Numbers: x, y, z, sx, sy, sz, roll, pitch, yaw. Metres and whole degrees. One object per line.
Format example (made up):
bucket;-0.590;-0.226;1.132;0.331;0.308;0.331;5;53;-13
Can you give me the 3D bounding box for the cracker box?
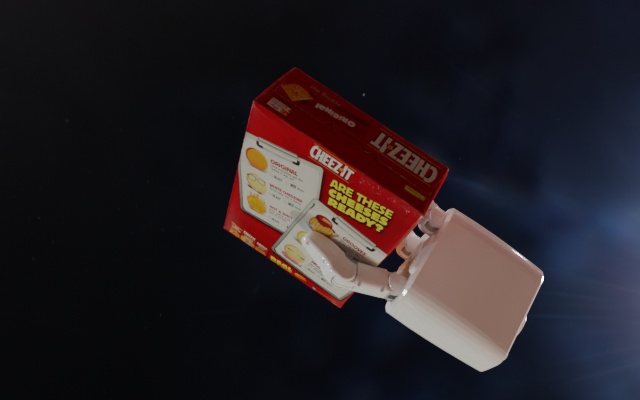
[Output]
cracker box;0.000;0.002;0.473;0.164;0.072;0.214;34;-36;5
